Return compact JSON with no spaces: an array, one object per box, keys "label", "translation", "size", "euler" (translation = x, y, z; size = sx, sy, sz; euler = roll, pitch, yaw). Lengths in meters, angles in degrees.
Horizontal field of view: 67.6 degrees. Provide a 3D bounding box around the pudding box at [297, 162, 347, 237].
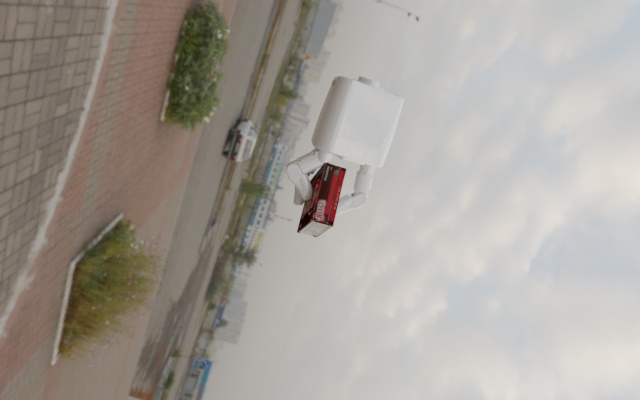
[{"label":"pudding box","translation":[0.000,0.002,0.719],"size":[0.039,0.090,0.113],"euler":[17,-16,-7]}]
